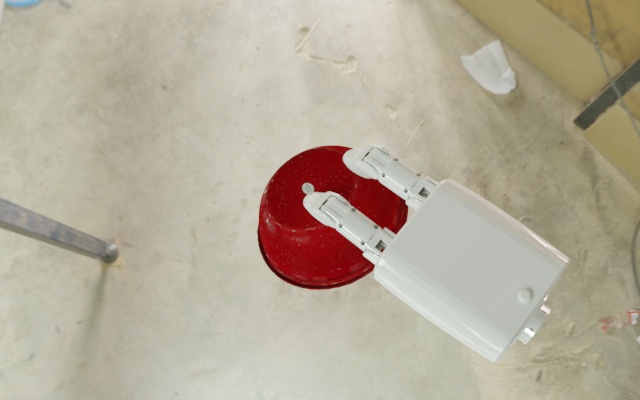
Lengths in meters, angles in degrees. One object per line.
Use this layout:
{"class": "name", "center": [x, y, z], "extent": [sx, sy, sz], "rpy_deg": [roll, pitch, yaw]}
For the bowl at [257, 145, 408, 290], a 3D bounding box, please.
{"class": "bowl", "center": [-0.001, 0.001, 0.464], "extent": [0.162, 0.162, 0.055], "rpy_deg": [0, -31, 25]}
